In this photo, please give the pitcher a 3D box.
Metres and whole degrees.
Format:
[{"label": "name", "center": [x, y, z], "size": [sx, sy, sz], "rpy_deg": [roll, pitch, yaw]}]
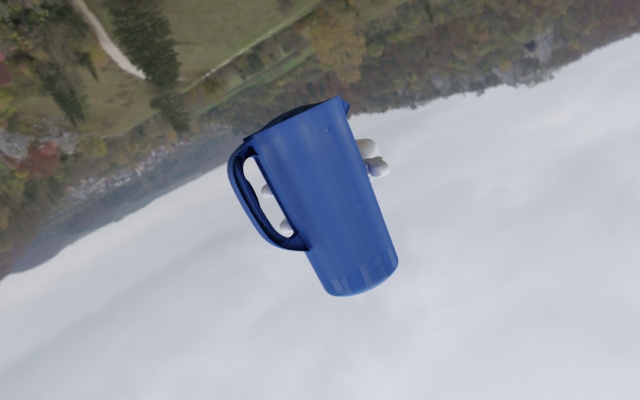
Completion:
[{"label": "pitcher", "center": [0.000, 0.002, 0.614], "size": [0.149, 0.243, 0.145], "rpy_deg": [-21, 11, 18]}]
